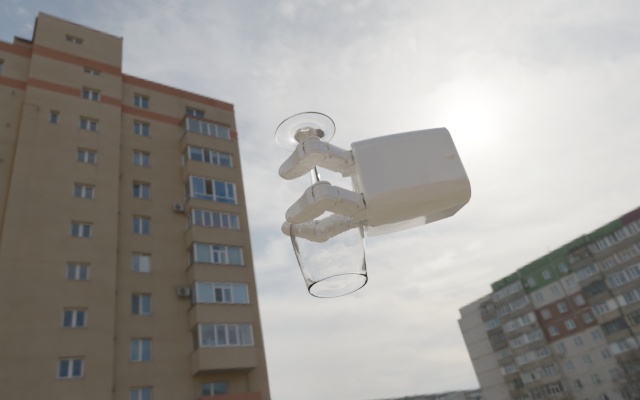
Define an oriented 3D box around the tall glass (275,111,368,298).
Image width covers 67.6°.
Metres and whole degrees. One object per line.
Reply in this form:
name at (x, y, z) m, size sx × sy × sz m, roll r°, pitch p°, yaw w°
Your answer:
tall glass at (0.000, 0.001, 0.526) m, size 0.079 × 0.201 × 0.079 m, roll -9°, pitch -30°, yaw -5°
